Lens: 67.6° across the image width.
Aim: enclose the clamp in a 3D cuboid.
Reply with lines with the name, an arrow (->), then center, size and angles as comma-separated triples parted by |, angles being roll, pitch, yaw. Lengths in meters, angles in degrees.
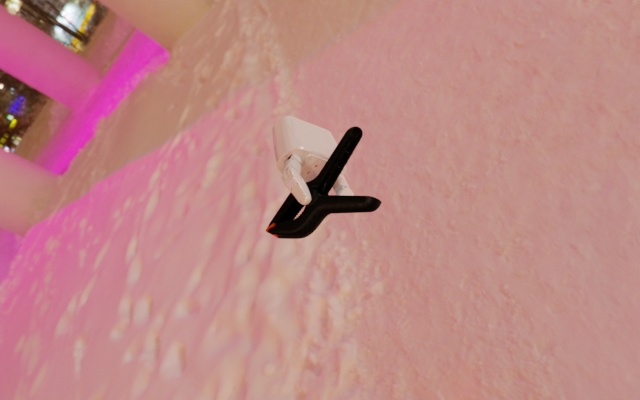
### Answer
clamp -> -0.001, 0.002, 0.708 | 0.210, 0.164, 0.036 | -41, -53, 21
